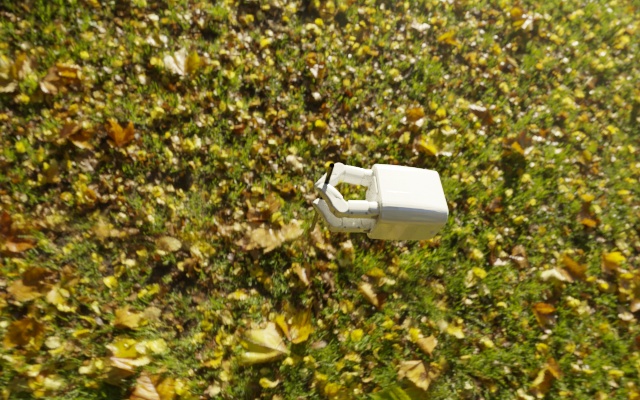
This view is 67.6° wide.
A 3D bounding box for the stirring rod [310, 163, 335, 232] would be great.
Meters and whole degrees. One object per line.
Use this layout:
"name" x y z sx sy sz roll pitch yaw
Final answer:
"stirring rod" 0.000 0.003 0.781 0.011 0.011 0.240 0 -26 -9
